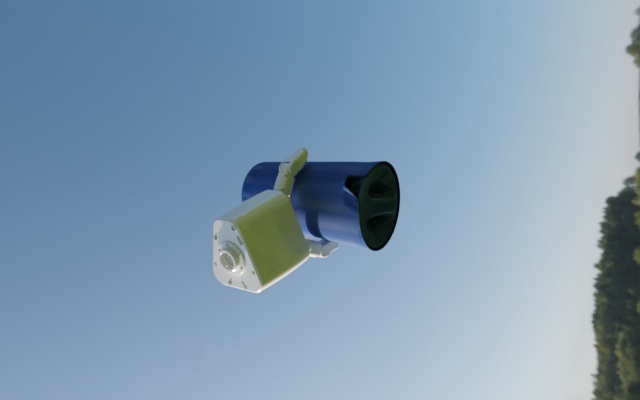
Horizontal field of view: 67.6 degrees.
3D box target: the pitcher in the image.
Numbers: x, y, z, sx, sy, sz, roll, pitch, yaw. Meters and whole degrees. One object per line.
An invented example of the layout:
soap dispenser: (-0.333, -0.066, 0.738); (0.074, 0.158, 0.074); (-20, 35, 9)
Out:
pitcher: (0.000, 0.003, 0.771); (0.243, 0.149, 0.145); (7, 26, 34)
